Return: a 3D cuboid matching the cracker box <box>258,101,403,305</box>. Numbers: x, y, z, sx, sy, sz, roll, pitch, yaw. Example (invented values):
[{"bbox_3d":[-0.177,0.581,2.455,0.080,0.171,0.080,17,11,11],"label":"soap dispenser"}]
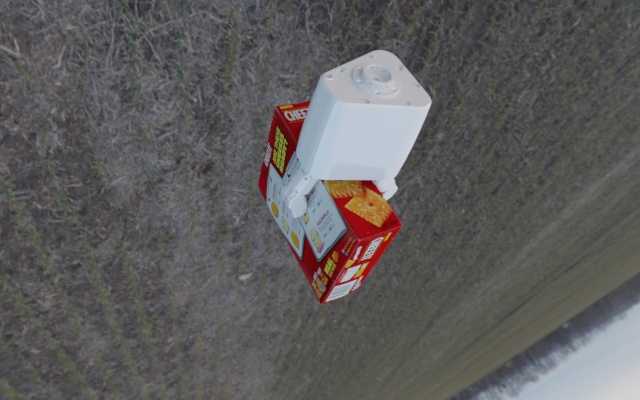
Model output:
[{"bbox_3d":[0.000,0.002,0.627,0.072,0.213,0.164,-15,-31,-27],"label":"cracker box"}]
